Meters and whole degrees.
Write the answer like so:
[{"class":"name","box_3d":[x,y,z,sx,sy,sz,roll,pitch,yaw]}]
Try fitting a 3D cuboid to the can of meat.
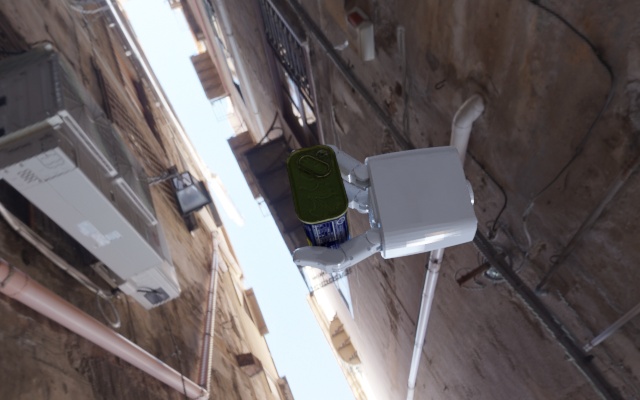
[{"class":"can of meat","box_3d":[0.000,0.002,0.551,0.057,0.102,0.084,-14,-34,-1]}]
